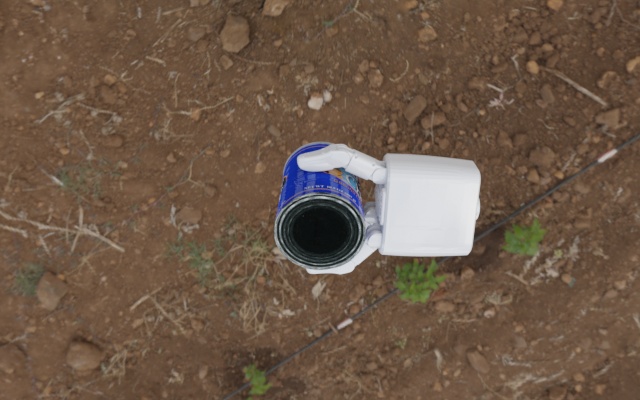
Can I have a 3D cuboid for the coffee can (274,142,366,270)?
[{"bbox_3d":[0.000,0.002,0.586,0.103,0.103,0.140,0,30,1],"label":"coffee can"}]
